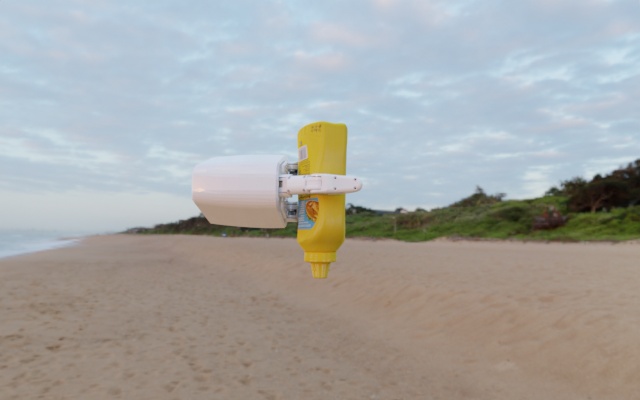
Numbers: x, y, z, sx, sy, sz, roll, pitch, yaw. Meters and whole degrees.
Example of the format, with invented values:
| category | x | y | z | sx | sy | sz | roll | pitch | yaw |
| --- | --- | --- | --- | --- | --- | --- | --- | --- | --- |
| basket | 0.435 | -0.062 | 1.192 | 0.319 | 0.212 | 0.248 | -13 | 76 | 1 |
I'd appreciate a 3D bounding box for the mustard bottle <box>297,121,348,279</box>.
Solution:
| category | x | y | z | sx | sy | sz | roll | pitch | yaw |
| --- | --- | --- | --- | --- | --- | --- | --- | --- | --- |
| mustard bottle | 0.000 | 0.002 | 0.607 | 0.058 | 0.191 | 0.096 | 3 | -5 | -22 |
